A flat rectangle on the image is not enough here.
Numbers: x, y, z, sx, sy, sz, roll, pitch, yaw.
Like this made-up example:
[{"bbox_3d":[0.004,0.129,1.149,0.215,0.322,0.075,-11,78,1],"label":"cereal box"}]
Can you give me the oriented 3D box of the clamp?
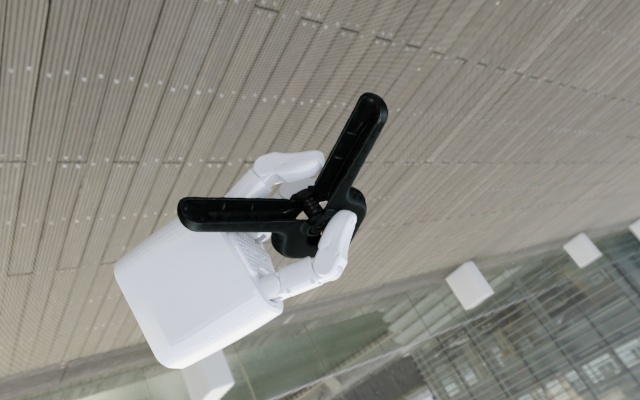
[{"bbox_3d":[0.000,0.002,0.409,0.164,0.036,0.210,-32,-27,5],"label":"clamp"}]
